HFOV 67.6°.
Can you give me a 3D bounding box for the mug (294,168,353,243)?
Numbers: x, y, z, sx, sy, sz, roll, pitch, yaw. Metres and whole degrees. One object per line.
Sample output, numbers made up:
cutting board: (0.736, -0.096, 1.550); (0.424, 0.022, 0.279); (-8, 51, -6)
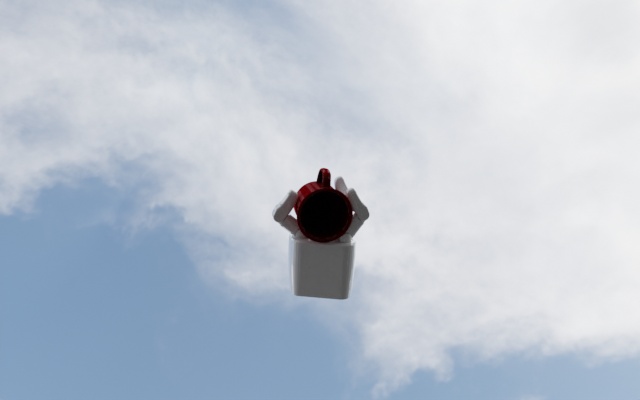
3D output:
mug: (0.000, 0.001, 0.802); (0.093, 0.117, 0.081); (0, 16, -12)
